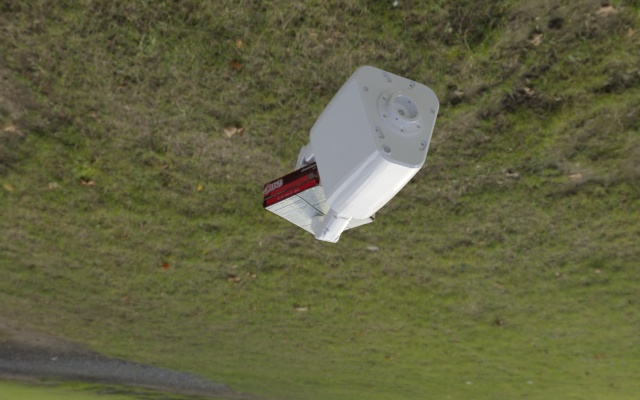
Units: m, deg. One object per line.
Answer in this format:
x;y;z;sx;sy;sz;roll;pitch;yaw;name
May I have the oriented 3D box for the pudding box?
0.000;0.002;0.579;0.090;0.039;0.113;-20;-37;34;pudding box
